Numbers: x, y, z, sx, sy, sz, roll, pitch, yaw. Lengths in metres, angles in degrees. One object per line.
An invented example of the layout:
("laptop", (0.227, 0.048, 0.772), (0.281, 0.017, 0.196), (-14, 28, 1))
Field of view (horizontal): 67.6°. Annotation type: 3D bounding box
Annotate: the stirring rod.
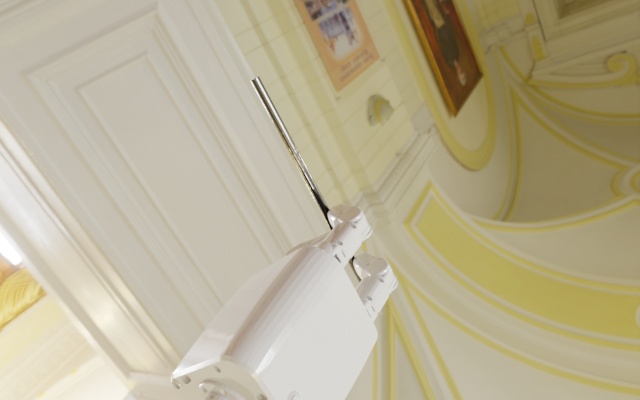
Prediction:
("stirring rod", (0.000, 0.001, 0.427), (0.011, 0.240, 0.011), (-25, 19, 9))
